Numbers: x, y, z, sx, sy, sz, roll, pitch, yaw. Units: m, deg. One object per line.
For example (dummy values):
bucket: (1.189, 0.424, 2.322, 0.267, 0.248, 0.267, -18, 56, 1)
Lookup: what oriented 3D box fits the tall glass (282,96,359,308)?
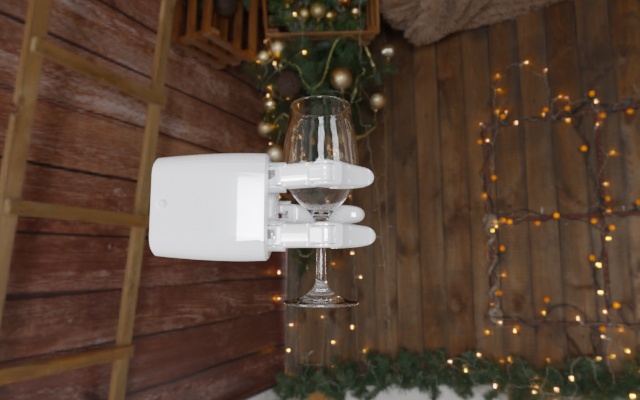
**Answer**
tall glass: (0.000, 0.002, 0.477, 0.079, 0.201, 0.079, 0, -7, 0)
